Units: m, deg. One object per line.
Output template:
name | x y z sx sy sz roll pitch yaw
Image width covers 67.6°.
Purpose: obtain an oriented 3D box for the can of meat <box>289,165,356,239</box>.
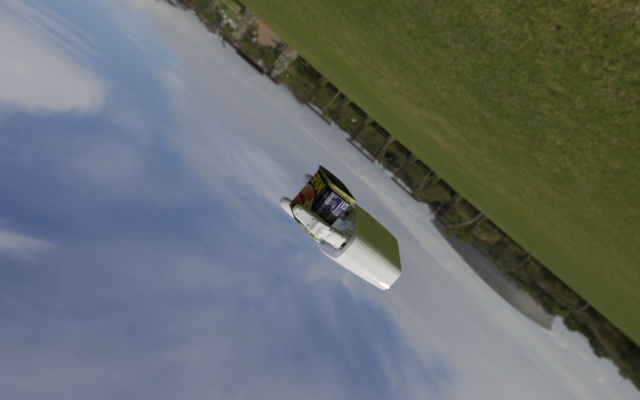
can of meat | 0.000 0.003 0.754 0.057 0.084 0.102 37 10 -22
